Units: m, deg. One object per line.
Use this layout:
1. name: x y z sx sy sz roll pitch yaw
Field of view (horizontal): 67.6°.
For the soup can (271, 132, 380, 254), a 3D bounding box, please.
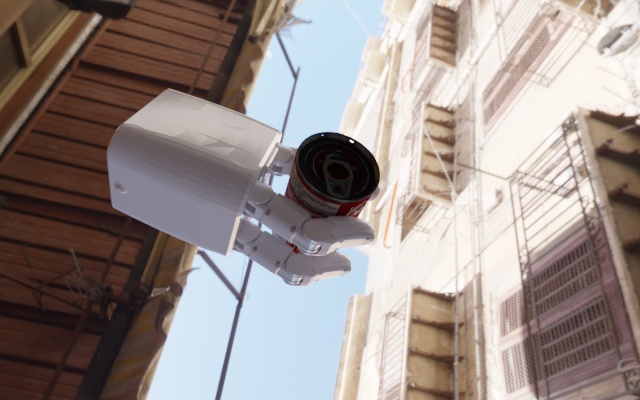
1. soup can: 0.000 0.002 0.404 0.068 0.068 0.102 0 -35 -20
